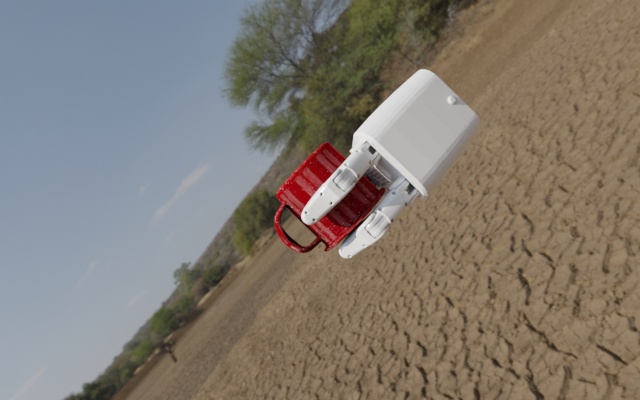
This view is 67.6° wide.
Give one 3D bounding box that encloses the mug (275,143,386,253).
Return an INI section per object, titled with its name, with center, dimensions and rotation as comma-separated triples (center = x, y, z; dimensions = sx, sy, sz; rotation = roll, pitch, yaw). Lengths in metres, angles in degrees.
[mug]
center = -0.001, 0.003, 0.504
dimensions = 0.081, 0.117, 0.093
rotation = 44, -16, -2
